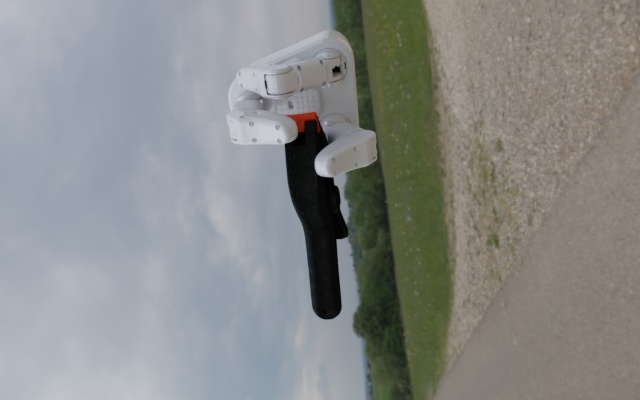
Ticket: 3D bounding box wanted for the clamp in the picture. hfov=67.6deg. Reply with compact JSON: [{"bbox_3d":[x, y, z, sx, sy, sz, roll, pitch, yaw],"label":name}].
[{"bbox_3d":[-0.001,0.001,0.413,0.039,0.171,0.120,-5,25,4],"label":"clamp"}]
